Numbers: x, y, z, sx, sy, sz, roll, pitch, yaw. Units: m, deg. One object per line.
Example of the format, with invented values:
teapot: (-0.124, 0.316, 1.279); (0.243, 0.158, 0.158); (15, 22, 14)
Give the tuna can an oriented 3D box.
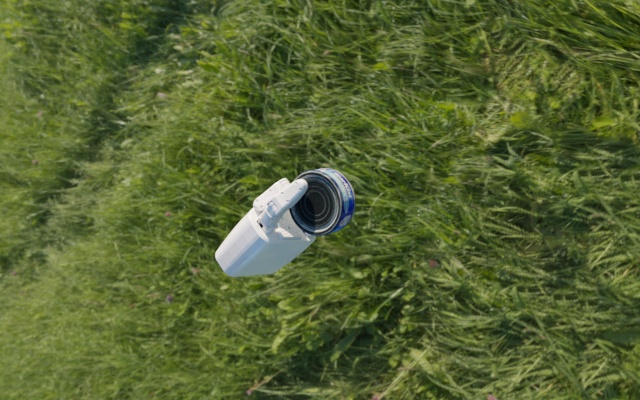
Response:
tuna can: (0.000, 0.002, 0.615); (0.086, 0.086, 0.034); (0, 7, 33)
